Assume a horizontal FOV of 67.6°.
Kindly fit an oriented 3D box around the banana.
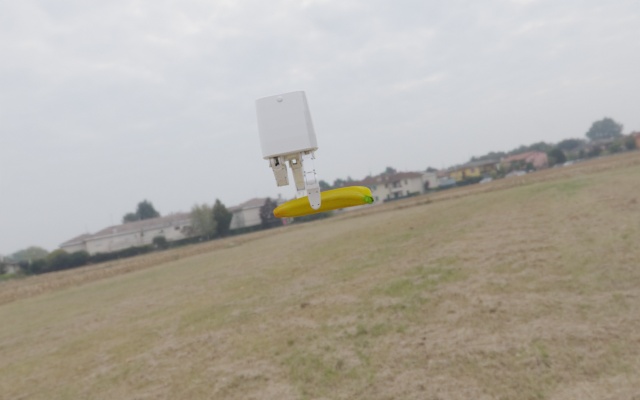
[{"bbox_3d":[0.012,0.001,0.854,0.198,0.037,0.069,-11,-1,28],"label":"banana"}]
